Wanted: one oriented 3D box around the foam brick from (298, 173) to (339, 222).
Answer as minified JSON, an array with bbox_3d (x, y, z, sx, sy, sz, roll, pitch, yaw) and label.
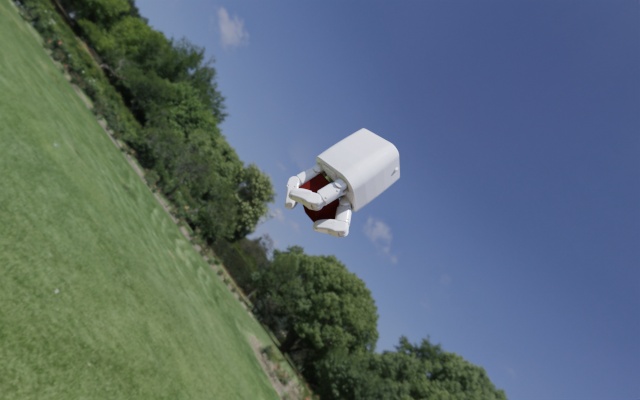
[{"bbox_3d":[0.000,0.003,0.834,0.051,0.053,0.078,-34,-33,-12],"label":"foam brick"}]
